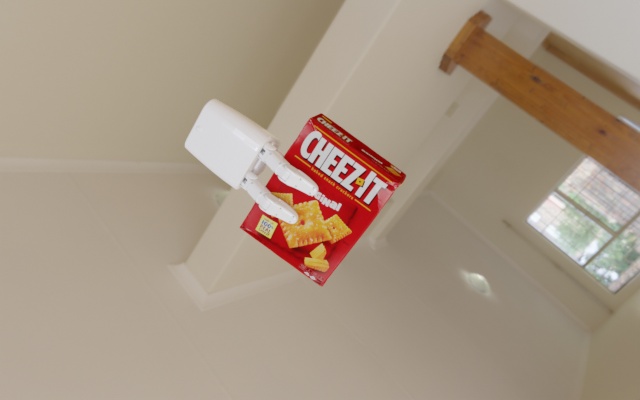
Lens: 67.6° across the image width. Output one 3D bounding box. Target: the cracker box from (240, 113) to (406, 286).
[{"bbox_3d":[0.000,0.002,0.734,0.164,0.214,0.072,36,22,3],"label":"cracker box"}]
